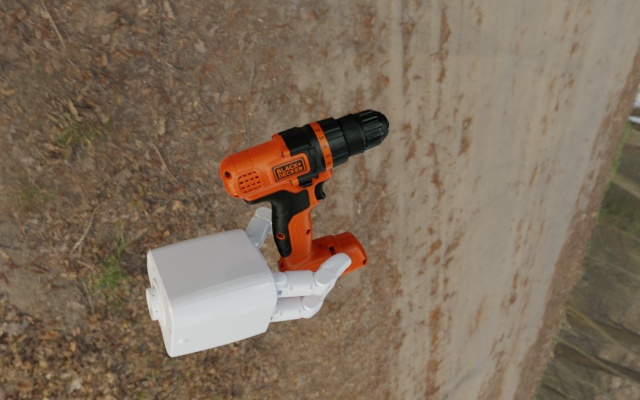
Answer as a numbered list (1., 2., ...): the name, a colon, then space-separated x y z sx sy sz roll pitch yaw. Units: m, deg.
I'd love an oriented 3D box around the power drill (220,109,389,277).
1. power drill: 0.000 0.002 0.536 0.184 0.188 0.057 -20 33 -7
